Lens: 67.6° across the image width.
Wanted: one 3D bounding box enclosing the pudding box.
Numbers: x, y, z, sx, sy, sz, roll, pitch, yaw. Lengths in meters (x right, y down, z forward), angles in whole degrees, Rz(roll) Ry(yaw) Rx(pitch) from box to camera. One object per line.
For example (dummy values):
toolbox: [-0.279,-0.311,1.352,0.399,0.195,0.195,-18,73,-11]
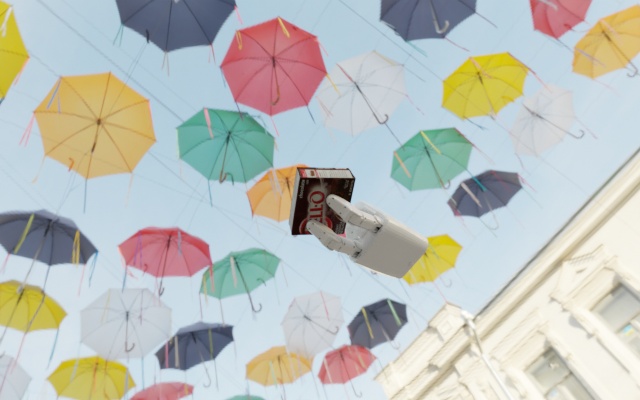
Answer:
pudding box: [0.000,0.002,0.761,0.090,0.114,0.039,-1,32,-16]
